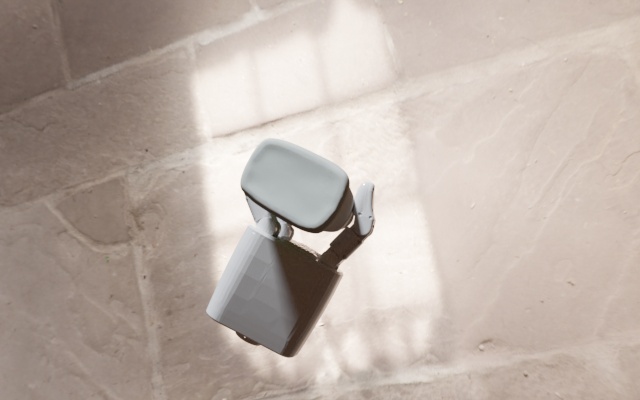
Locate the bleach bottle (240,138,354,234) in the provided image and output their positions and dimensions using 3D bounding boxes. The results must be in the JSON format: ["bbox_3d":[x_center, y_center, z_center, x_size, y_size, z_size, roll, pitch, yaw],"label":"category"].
[{"bbox_3d":[0.000,0.002,0.544,0.102,0.068,0.251,28,-2,15],"label":"bleach bottle"}]
